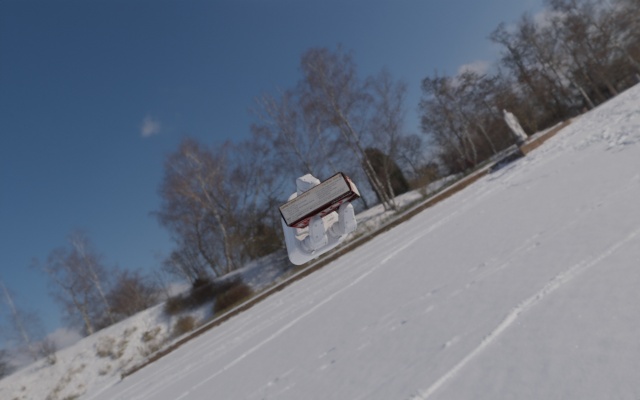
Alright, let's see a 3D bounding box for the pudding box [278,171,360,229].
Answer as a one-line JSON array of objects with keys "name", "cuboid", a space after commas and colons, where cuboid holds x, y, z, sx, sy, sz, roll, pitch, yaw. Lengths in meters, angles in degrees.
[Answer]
[{"name": "pudding box", "cuboid": [0.000, 0.002, 0.735, 0.113, 0.039, 0.090, -32, -10, 8]}]
